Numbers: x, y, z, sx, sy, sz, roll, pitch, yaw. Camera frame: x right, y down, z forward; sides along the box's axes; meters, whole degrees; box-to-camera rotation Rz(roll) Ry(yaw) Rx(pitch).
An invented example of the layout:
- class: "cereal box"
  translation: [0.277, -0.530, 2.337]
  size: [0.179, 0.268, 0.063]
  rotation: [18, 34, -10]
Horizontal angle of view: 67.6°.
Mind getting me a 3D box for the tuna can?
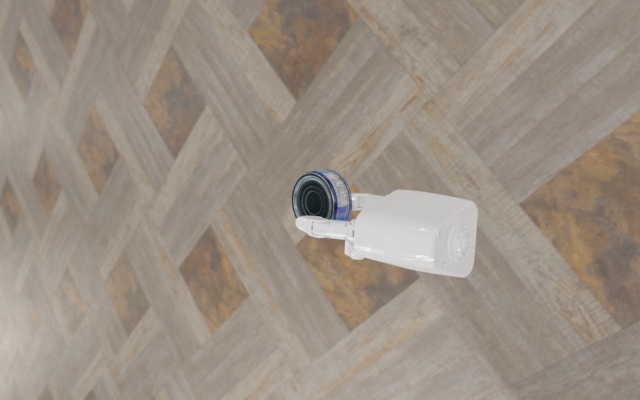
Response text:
- class: "tuna can"
  translation: [0.000, 0.002, 0.641]
  size: [0.034, 0.086, 0.086]
  rotation: [-8, 6, -44]
